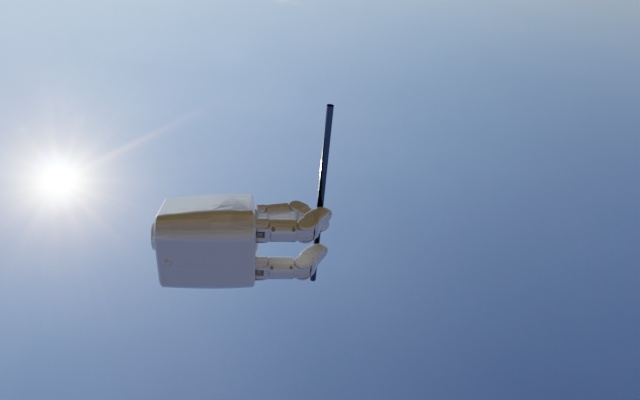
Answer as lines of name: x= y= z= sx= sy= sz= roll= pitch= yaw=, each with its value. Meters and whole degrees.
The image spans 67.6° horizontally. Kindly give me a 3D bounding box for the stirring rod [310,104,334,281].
stirring rod: x=0.000 y=0.002 z=0.564 sx=0.011 sy=0.240 sz=0.011 roll=4 pitch=32 yaw=-3
